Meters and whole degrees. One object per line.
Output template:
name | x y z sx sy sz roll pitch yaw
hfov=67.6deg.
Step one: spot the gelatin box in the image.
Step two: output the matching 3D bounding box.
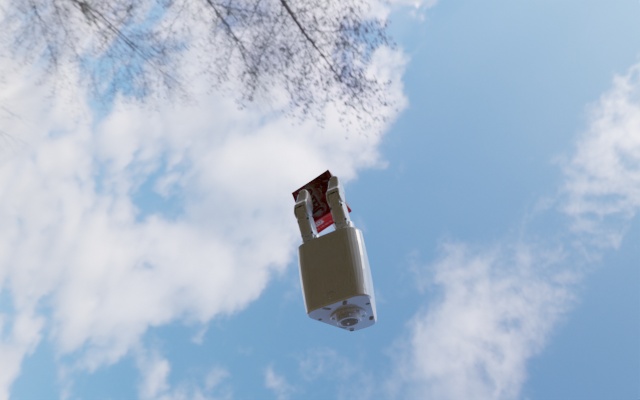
gelatin box | 0.000 0.002 0.751 0.073 0.089 0.030 -33 -48 9
